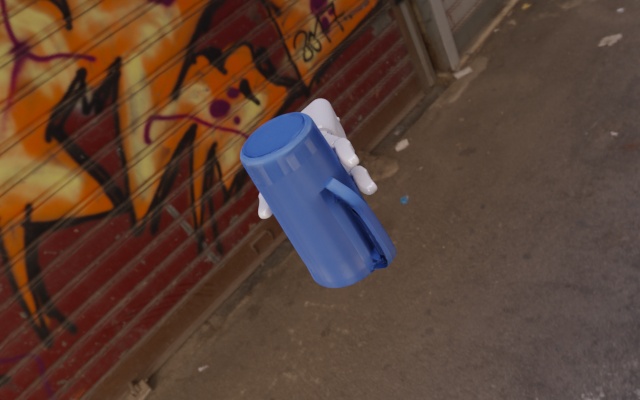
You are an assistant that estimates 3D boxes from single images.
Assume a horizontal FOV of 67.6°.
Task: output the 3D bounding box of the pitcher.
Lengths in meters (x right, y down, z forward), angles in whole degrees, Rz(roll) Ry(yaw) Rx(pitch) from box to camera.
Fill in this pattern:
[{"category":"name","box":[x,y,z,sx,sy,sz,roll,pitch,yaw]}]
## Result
[{"category":"pitcher","box":[0.000,0.002,0.670,0.149,0.243,0.145,-22,35,15]}]
